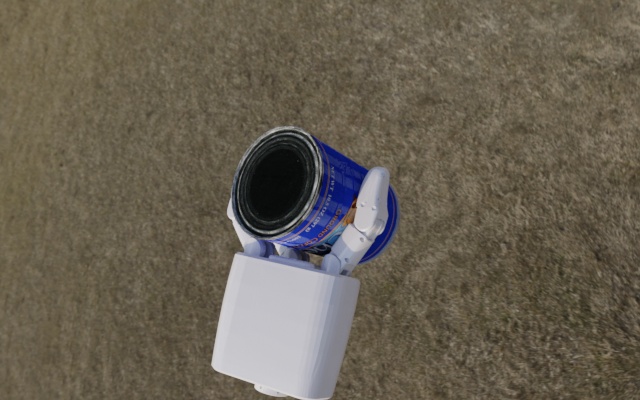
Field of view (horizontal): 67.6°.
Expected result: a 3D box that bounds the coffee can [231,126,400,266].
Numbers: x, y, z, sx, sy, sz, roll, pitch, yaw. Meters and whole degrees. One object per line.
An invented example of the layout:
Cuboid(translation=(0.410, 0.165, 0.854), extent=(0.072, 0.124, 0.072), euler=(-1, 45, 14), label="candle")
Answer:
Cuboid(translation=(0.000, 0.001, 0.461), extent=(0.103, 0.102, 0.140), euler=(0, -15, 37), label="coffee can")
